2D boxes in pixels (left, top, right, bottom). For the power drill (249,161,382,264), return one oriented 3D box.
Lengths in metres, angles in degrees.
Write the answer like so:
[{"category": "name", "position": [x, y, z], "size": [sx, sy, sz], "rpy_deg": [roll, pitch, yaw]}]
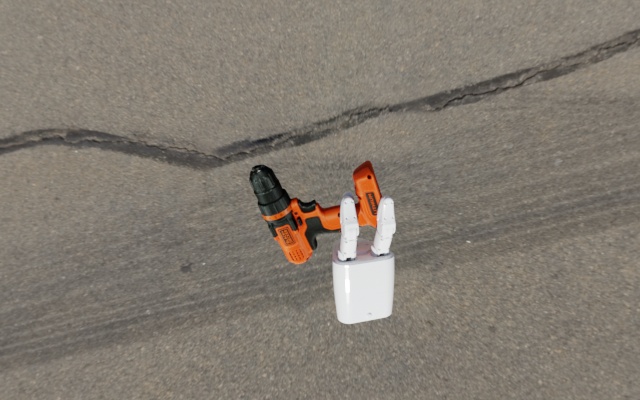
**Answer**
[{"category": "power drill", "position": [0.001, 0.003, 0.745], "size": [0.187, 0.184, 0.057], "rpy_deg": [-17, 31, 11]}]
